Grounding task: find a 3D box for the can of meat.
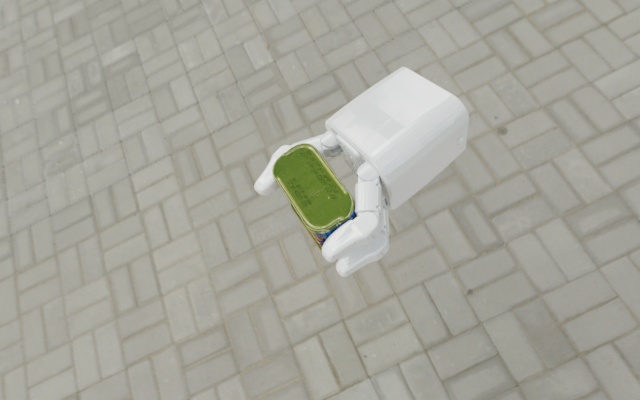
[{"bbox_3d":[0.000,0.001,0.488,0.057,0.102,0.084,-34,-26,-3],"label":"can of meat"}]
